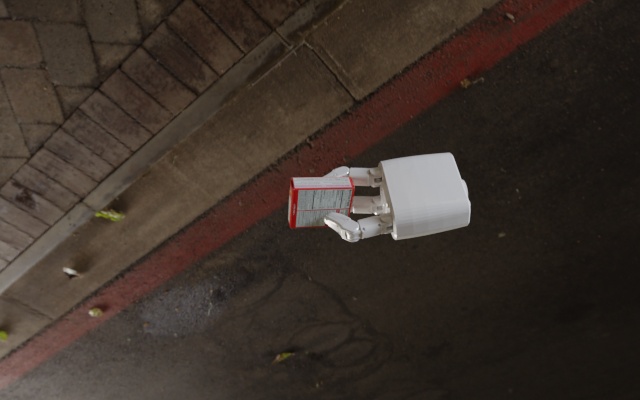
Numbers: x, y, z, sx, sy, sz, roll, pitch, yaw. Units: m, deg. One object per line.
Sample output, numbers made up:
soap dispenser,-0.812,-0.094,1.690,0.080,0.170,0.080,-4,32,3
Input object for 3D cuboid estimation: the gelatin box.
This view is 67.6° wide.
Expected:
gelatin box,0.000,0.003,0.683,0.089,0.073,0.030,-2,41,-11
